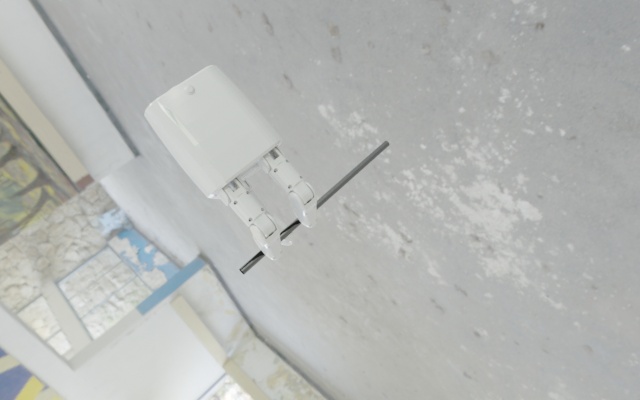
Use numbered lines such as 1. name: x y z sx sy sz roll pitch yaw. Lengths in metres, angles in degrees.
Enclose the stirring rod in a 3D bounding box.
1. stirring rod: 0.000 0.002 0.549 0.239 0.011 0.011 -41 19 -23
